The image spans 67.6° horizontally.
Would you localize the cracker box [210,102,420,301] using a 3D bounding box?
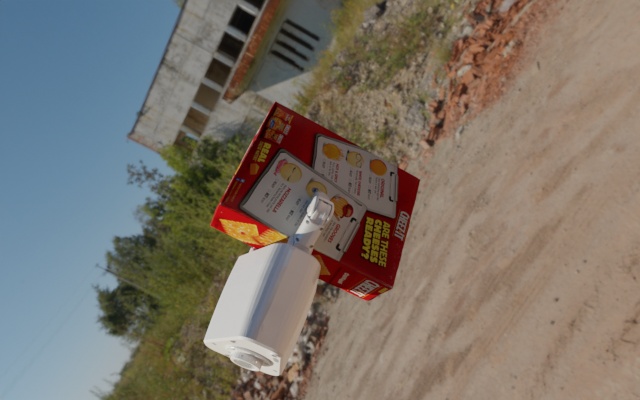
[{"bbox_3d":[0.000,0.002,0.583,0.214,0.164,0.072,27,-33,-9],"label":"cracker box"}]
